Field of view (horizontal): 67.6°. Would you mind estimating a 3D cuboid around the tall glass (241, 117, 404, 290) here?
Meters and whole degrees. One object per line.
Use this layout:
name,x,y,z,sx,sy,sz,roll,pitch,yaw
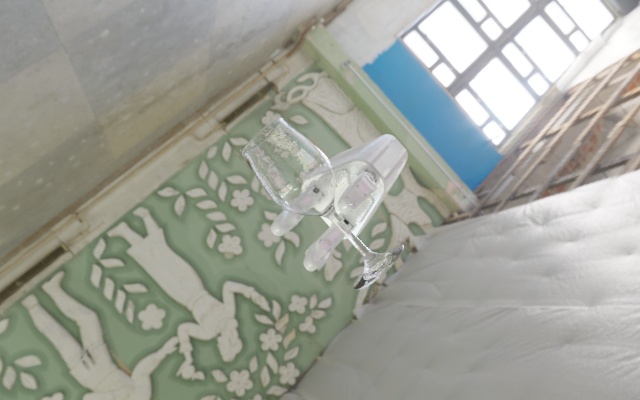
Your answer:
tall glass,0.001,0.002,0.537,0.079,0.201,0.079,-42,2,2
